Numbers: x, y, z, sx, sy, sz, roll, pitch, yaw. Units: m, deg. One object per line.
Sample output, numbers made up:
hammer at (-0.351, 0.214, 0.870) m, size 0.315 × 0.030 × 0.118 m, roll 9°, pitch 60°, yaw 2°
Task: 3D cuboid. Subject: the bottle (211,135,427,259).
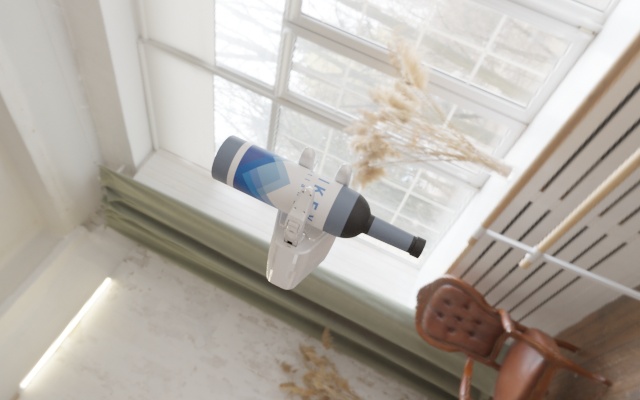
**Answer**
bottle at (0.000, 0.002, 0.637) m, size 0.295 × 0.069 × 0.069 m, roll 25°, pitch 3°, yaw 6°
